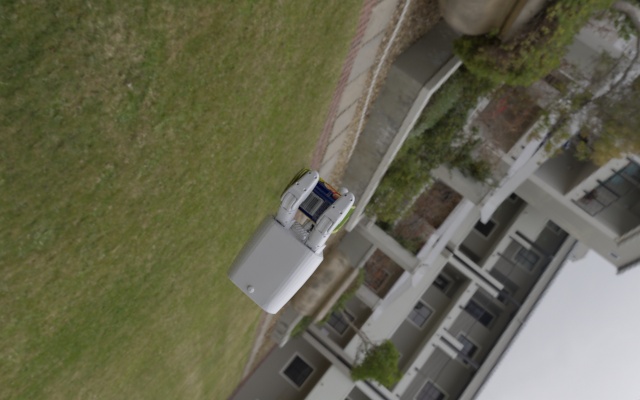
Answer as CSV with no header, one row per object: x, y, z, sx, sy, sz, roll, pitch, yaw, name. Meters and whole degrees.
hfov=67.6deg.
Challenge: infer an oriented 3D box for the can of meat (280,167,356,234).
0.000,0.002,0.683,0.084,0.057,0.102,40,5,9,can of meat
